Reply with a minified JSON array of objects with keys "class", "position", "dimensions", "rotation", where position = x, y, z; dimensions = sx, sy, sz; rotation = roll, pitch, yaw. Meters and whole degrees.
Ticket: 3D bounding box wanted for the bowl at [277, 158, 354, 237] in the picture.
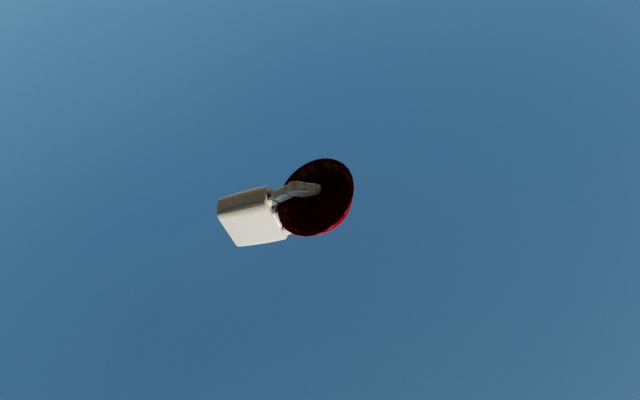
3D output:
[{"class":"bowl","position":[0.002,0.003,0.898],"dimensions":[0.162,0.162,0.055],"rotation":[0,-26,32]}]
